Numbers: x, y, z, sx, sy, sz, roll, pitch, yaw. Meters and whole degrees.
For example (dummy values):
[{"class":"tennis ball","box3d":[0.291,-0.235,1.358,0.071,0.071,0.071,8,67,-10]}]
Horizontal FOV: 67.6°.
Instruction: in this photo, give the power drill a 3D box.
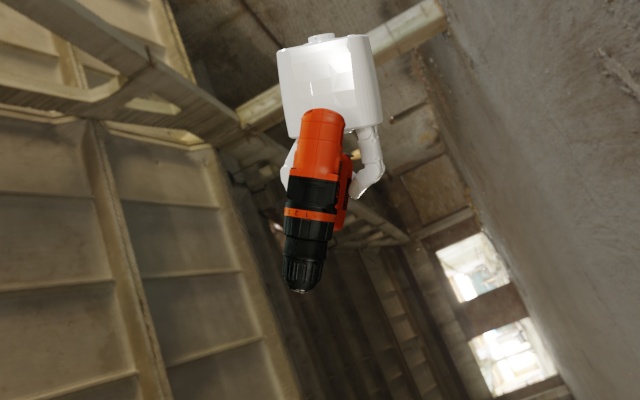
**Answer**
[{"class":"power drill","box3d":[0.000,0.002,0.545,0.057,0.184,0.187,10,0,5]}]
